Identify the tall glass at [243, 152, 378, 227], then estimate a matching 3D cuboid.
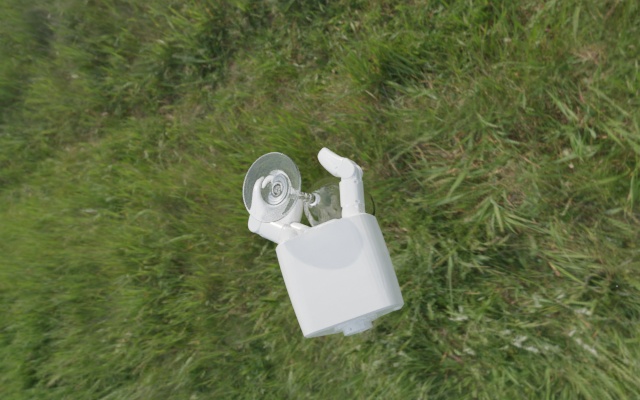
[{"bbox_3d":[0.000,0.002,0.576,0.079,0.079,0.201,0,-9,32],"label":"tall glass"}]
